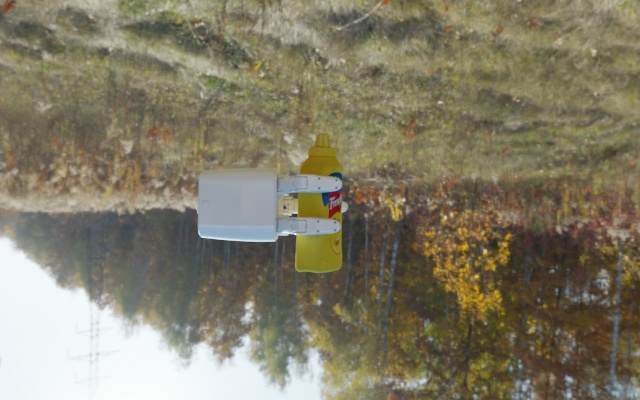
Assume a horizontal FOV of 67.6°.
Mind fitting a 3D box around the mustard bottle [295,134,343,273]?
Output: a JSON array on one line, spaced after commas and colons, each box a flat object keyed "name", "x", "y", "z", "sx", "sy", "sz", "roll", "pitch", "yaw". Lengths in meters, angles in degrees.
[{"name": "mustard bottle", "x": 0.000, "y": 0.002, "z": 0.675, "sx": 0.058, "sy": 0.191, "sz": 0.096, "roll": 1, "pitch": -2, "yaw": 23}]
